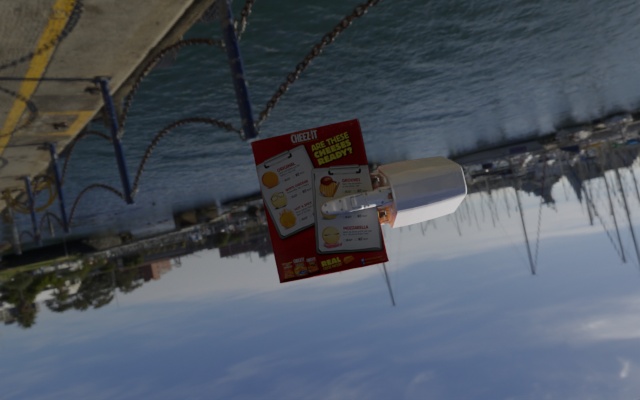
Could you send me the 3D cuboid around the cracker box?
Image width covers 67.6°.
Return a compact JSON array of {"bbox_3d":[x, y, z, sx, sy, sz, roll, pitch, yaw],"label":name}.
[{"bbox_3d":[0.000,0.003,0.721,0.164,0.213,0.072,-12,-2,2],"label":"cracker box"}]
